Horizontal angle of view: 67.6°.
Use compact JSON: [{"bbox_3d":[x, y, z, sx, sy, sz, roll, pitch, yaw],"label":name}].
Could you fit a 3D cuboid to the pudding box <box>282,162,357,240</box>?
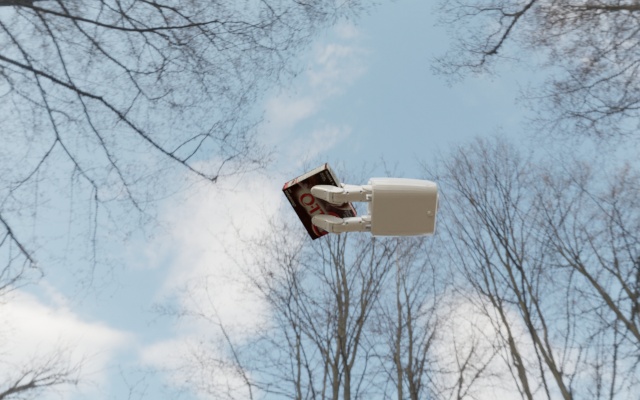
[{"bbox_3d":[0.000,0.003,0.828,0.090,0.113,0.039,-26,17,14],"label":"pudding box"}]
